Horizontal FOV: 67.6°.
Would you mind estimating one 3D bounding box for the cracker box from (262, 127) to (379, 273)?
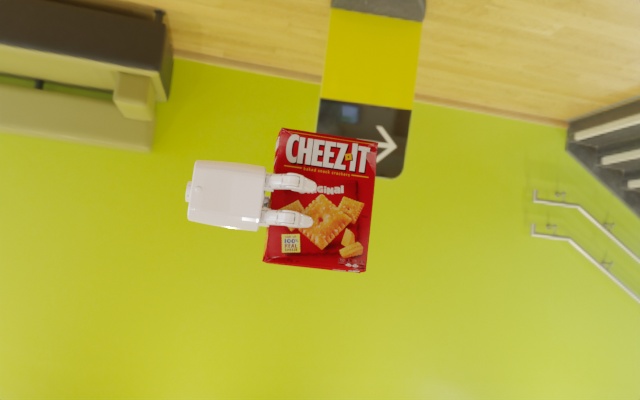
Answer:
[{"bbox_3d":[0.000,0.003,0.772,0.164,0.213,0.072,8,-7,-10],"label":"cracker box"}]
